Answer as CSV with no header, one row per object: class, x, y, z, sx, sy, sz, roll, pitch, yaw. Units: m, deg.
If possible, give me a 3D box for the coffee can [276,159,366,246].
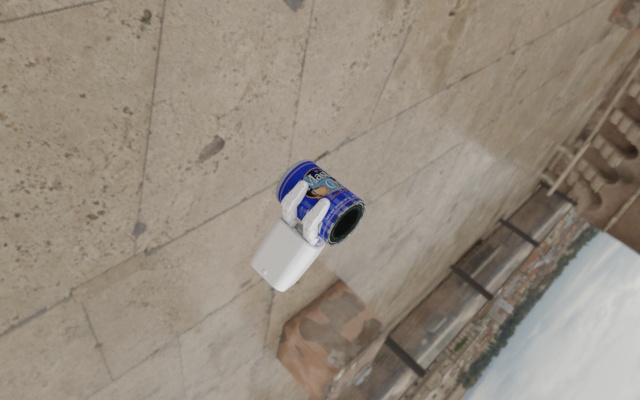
coffee can,0.000,0.003,0.892,0.140,0.103,0.103,40,19,25
